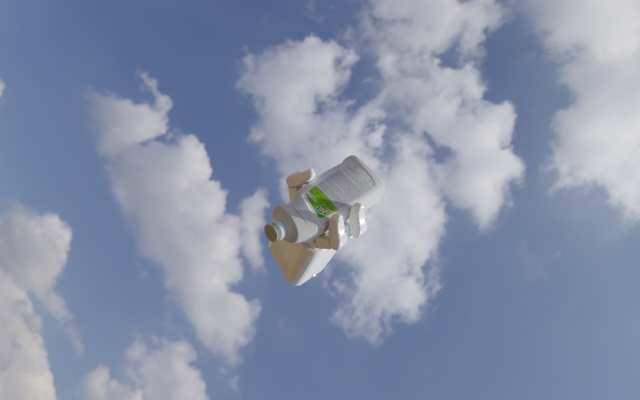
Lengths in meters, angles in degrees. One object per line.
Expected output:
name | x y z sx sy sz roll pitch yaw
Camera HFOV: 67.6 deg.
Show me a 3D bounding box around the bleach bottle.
bleach bottle | 0.000 0.003 0.805 0.250 0.102 0.068 -27 -26 -44
